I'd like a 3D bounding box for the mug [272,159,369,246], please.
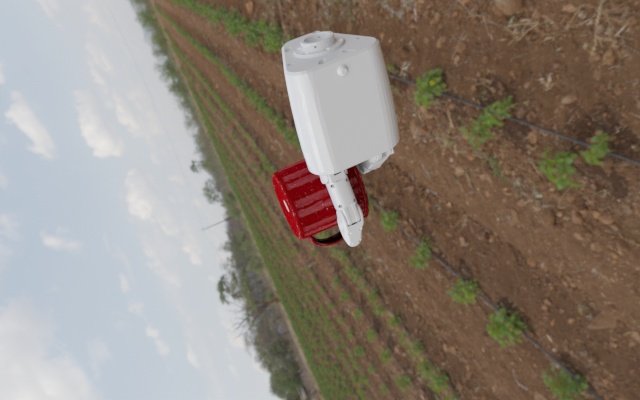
[{"bbox_3d":[0.000,0.003,0.542,0.081,0.117,0.093,-23,33,-11],"label":"mug"}]
